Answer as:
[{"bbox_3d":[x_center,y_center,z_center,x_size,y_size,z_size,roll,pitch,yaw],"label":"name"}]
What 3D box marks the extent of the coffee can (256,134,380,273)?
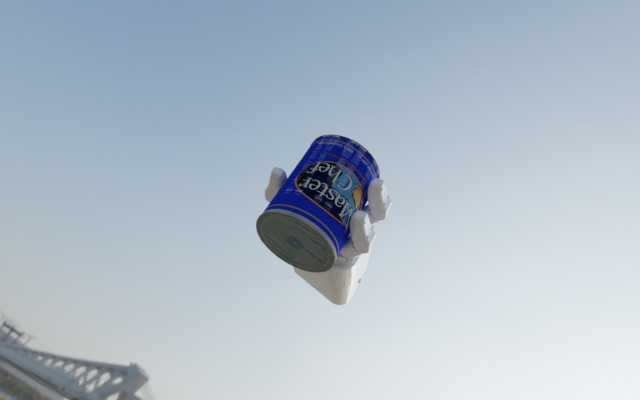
[{"bbox_3d":[0.000,0.002,0.586,0.103,0.103,0.140,0,44,37],"label":"coffee can"}]
